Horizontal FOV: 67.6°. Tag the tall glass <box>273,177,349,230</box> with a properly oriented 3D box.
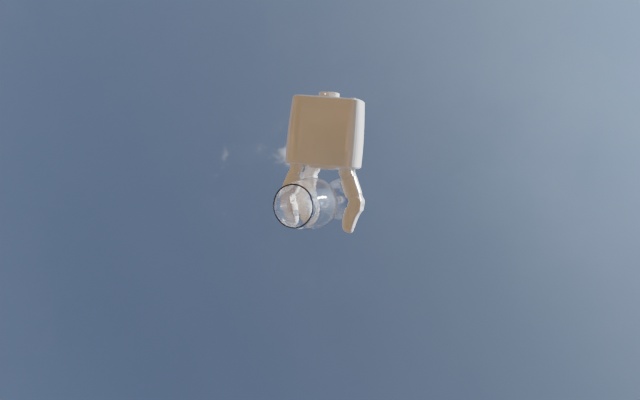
[{"bbox_3d":[0.000,0.003,0.743,0.079,0.079,0.201,0,3,22],"label":"tall glass"}]
